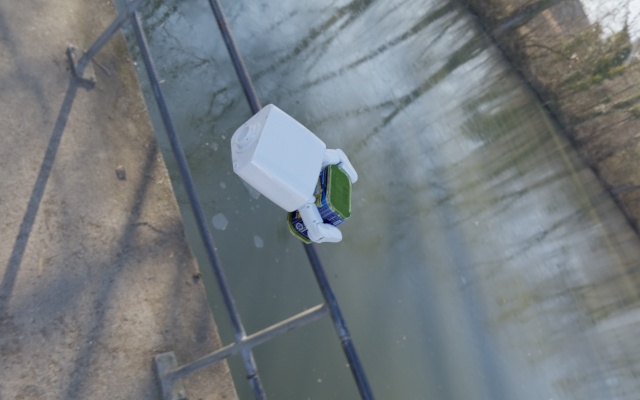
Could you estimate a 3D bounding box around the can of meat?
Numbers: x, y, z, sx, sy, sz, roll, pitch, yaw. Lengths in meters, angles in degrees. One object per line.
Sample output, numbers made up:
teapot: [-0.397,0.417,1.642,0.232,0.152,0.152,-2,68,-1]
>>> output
can of meat: [0.000,0.002,0.730,0.084,0.102,0.057,-31,-53,32]
